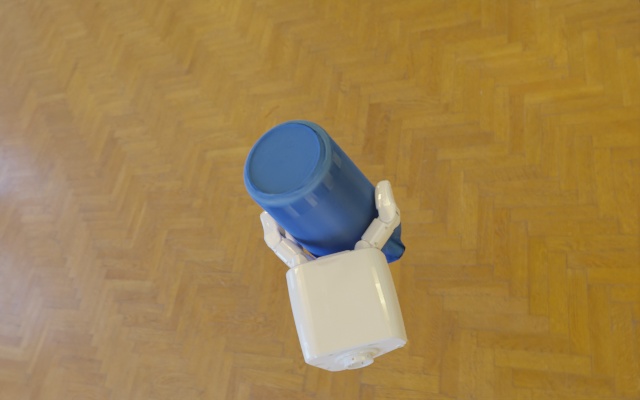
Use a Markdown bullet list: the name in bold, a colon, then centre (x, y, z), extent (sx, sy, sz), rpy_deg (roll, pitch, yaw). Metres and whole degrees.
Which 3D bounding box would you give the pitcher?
- **pitcher**: centre (0.000, 0.002, 0.612), extent (0.149, 0.145, 0.243), rpy_deg (-21, -32, 15)
